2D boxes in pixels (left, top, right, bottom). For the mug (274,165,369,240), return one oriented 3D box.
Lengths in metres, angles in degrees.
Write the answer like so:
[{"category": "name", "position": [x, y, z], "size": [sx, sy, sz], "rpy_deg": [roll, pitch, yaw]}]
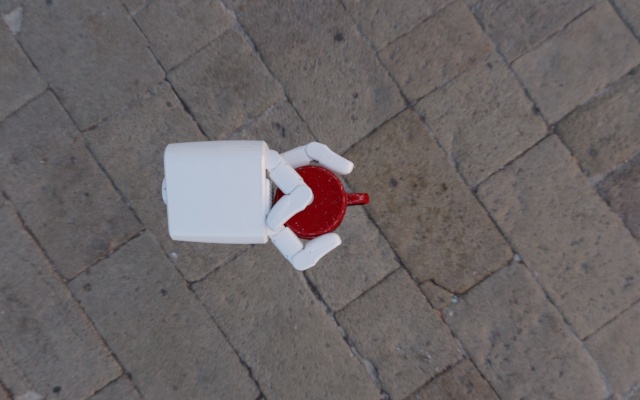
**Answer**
[{"category": "mug", "position": [0.002, 0.002, 0.570], "size": [0.117, 0.093, 0.081], "rpy_deg": [-1, -2, -1]}]
